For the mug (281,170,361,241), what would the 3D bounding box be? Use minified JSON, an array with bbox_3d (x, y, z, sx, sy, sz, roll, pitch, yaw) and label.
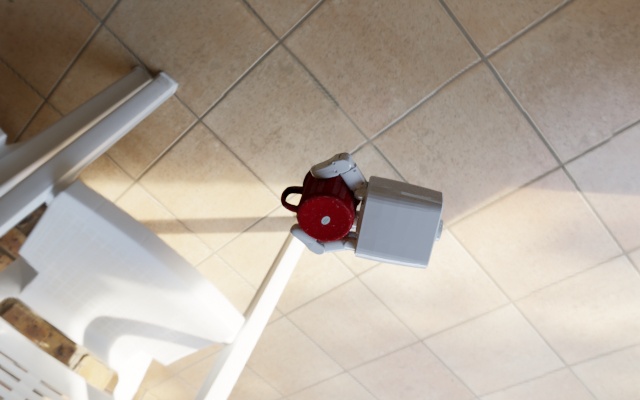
[{"bbox_3d":[-0.001,0.002,0.687,0.117,0.093,0.081,10,34,5],"label":"mug"}]
